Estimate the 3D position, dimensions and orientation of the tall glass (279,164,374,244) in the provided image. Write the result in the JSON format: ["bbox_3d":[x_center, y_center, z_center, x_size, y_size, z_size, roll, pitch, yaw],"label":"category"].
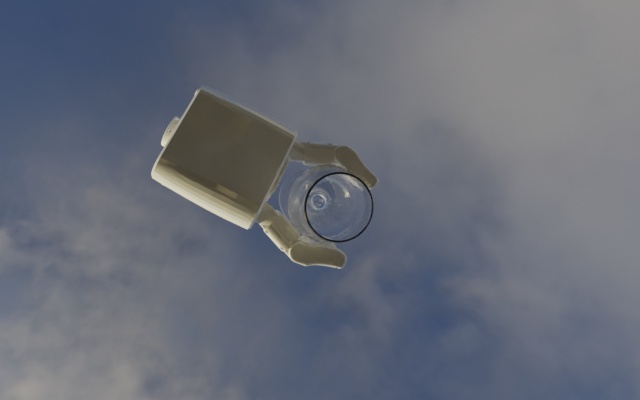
[{"bbox_3d":[0.000,0.002,0.510,0.079,0.079,0.201,0,3,-10],"label":"tall glass"}]
